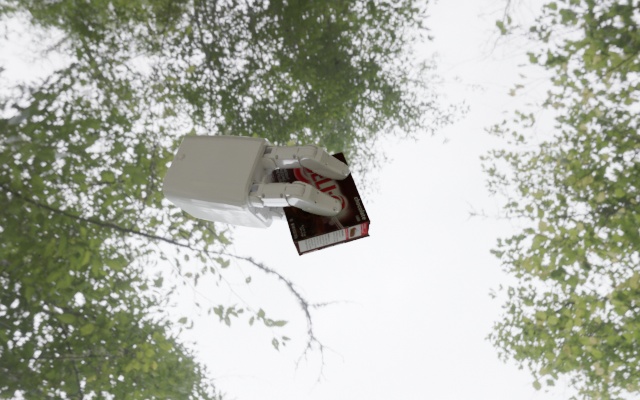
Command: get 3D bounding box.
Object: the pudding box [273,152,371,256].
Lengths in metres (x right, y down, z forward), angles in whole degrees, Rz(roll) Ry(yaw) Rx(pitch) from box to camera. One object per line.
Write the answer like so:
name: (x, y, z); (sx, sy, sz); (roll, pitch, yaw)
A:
pudding box: (0.000, 0.002, 0.564); (0.090, 0.113, 0.039); (-16, -35, -5)
